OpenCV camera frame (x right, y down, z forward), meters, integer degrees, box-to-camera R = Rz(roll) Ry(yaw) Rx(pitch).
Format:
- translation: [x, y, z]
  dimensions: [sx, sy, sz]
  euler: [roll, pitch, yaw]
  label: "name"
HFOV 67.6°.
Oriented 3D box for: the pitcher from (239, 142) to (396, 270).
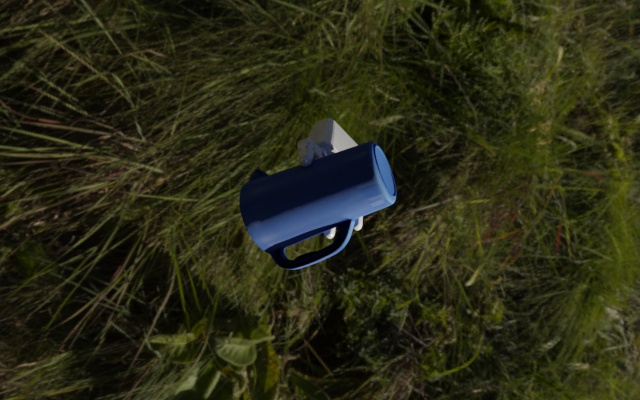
- translation: [0.000, 0.002, 0.798]
  dimensions: [0.243, 0.149, 0.145]
  euler: [-20, 31, 20]
  label: "pitcher"
